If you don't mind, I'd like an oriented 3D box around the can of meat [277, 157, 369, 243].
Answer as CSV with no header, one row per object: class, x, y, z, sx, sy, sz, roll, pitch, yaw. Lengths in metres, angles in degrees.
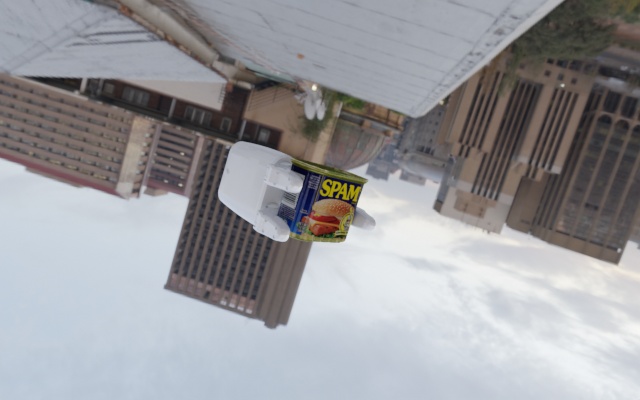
can of meat,0.000,0.002,0.566,0.057,0.084,0.102,24,10,41
